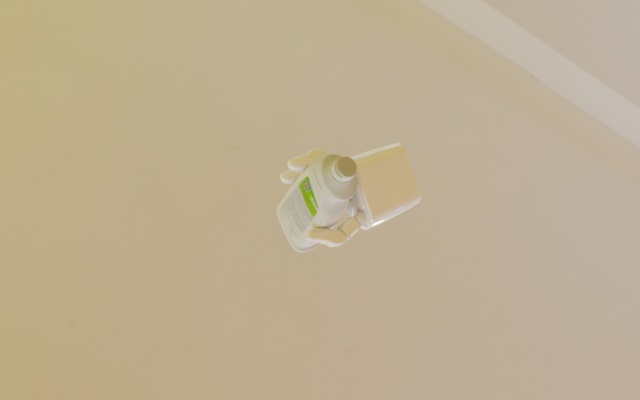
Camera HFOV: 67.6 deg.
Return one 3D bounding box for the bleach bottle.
[{"bbox_3d":[0.000,0.002,0.729,0.068,0.102,0.251,-24,-9,-24],"label":"bleach bottle"}]
